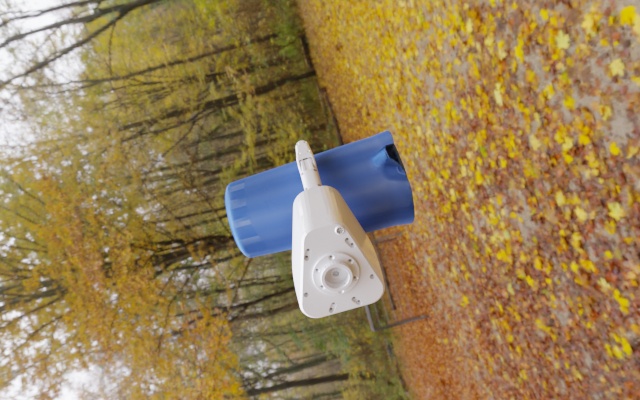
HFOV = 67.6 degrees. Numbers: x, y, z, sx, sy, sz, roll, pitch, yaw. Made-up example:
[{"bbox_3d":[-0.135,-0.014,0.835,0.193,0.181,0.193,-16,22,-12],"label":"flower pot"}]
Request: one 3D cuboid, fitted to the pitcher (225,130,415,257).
[{"bbox_3d":[0.000,0.002,0.672,0.243,0.149,0.145,-15,22,0],"label":"pitcher"}]
